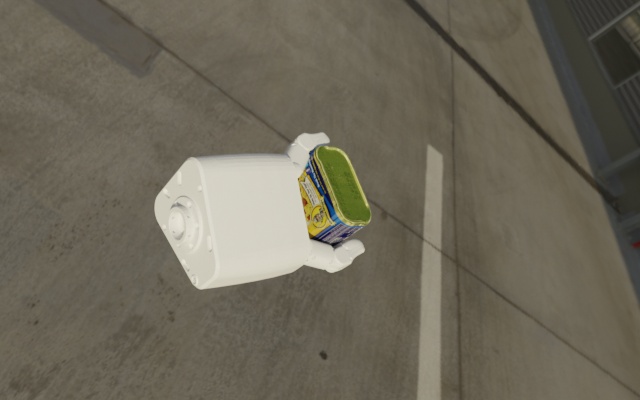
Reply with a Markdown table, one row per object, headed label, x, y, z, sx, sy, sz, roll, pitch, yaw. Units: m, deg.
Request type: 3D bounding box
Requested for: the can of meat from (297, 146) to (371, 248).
| label | x | y | z | sx | sy | sz | roll | pitch | yaw |
| --- | --- | --- | --- | --- | --- | --- | --- | --- | --- |
| can of meat | 0.000 | 0.002 | 0.527 | 0.057 | 0.102 | 0.084 | -1 | -28 | -45 |
